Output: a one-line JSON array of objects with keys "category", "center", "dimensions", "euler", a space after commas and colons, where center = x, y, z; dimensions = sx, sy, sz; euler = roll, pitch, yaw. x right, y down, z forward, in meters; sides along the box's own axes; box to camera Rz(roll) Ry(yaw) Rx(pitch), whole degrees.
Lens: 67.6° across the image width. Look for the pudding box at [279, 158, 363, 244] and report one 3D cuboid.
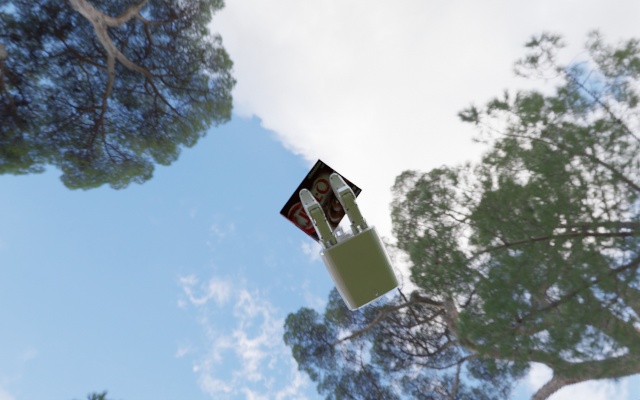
[{"category": "pudding box", "center": [0.000, 0.003, 0.785], "dimensions": [0.090, 0.113, 0.039], "euler": [36, -8, -1]}]
